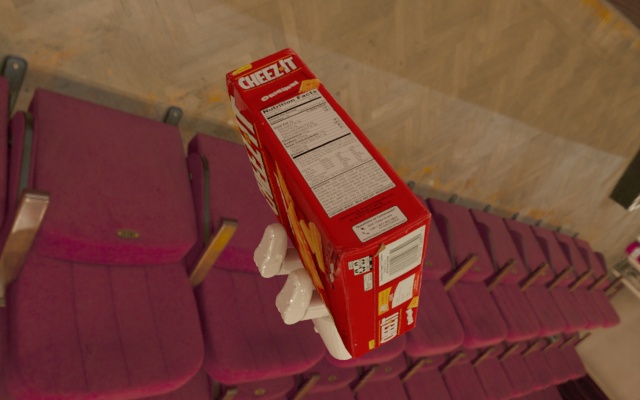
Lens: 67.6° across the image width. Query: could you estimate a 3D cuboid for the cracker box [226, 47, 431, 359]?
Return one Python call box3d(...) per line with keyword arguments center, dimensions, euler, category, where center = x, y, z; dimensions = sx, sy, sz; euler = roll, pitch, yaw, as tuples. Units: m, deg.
box3d(center=(0.000, 0.001, 0.405), dimensions=(0.072, 0.213, 0.164), euler=(-25, -37, -12), category="cracker box")
